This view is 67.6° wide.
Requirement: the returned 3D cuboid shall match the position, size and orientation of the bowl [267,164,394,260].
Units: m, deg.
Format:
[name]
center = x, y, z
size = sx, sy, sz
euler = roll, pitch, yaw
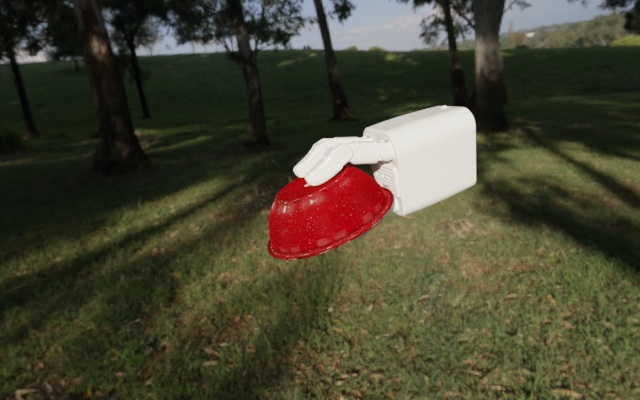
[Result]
[bowl]
center = -0.001, 0.002, 0.555
size = 0.162, 0.055, 0.162
euler = -23, 18, 8
